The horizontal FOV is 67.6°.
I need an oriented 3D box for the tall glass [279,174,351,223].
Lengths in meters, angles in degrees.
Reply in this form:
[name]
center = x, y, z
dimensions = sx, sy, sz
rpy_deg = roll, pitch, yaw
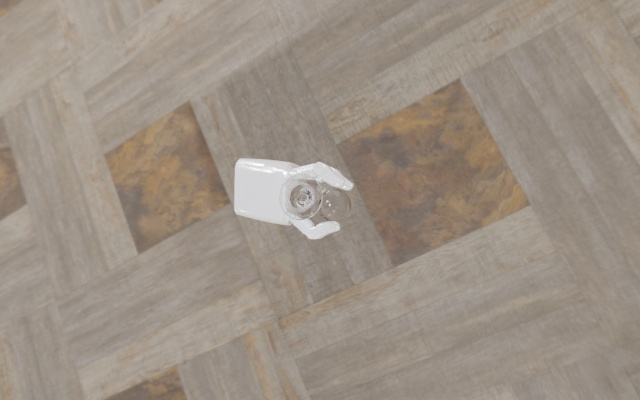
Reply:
[tall glass]
center = 0.000, 0.003, 0.853
dimensions = 0.079, 0.079, 0.201
rpy_deg = 0, -5, 19
